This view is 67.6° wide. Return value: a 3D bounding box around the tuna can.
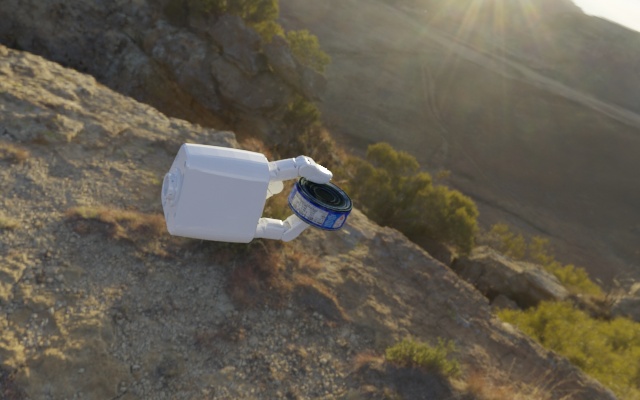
[{"bbox_3d":[0.000,0.002,0.651,0.086,0.034,0.086,23,25,-12],"label":"tuna can"}]
